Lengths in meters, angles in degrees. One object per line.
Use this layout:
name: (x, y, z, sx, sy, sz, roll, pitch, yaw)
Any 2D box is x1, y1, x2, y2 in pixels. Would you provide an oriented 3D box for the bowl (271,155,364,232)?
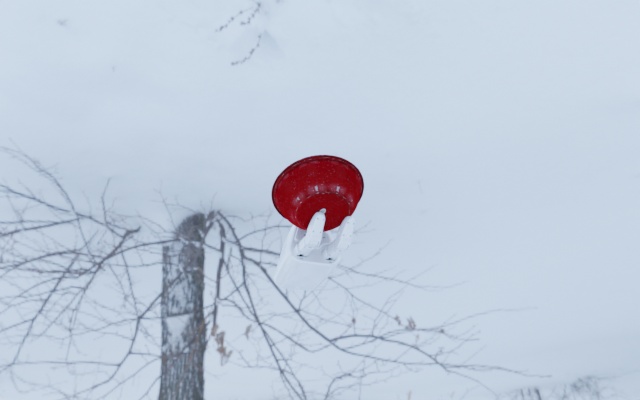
bowl: (0.000, 0.002, 0.802, 0.162, 0.162, 0.055, 0, 42, -12)
